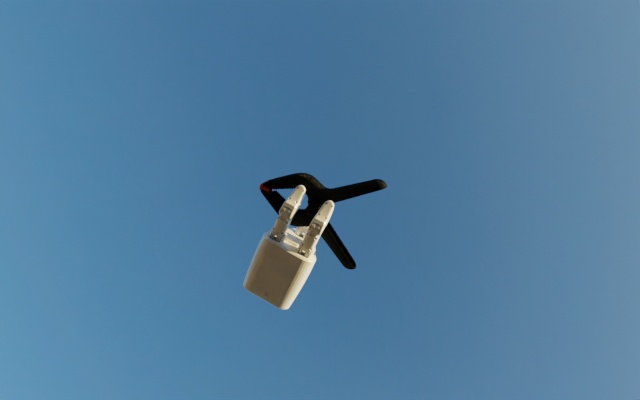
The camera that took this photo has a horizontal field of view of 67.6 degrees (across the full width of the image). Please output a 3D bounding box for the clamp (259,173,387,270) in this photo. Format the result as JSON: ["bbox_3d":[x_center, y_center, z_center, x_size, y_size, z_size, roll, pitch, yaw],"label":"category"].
[{"bbox_3d":[0.000,0.002,0.811,0.210,0.164,0.036,28,16,7],"label":"clamp"}]
